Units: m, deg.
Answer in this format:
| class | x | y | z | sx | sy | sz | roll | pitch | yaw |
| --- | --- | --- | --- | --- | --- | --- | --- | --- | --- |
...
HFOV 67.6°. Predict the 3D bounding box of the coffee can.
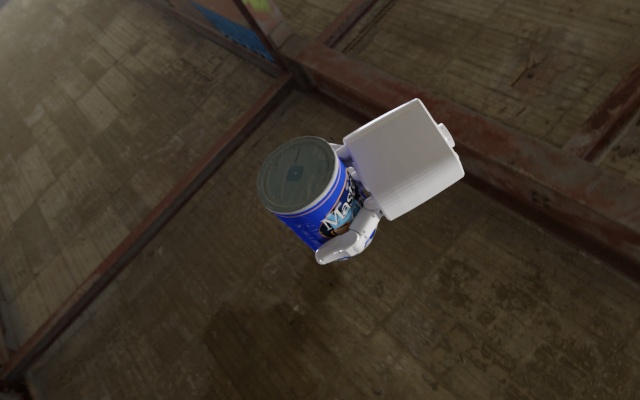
| class | x | y | z | sx | sy | sz | roll | pitch | yaw |
| --- | --- | --- | --- | --- | --- | --- | --- | --- | --- |
| coffee can | 0.000 | 0.002 | 0.596 | 0.103 | 0.102 | 0.140 | 0 | -29 | 29 |
